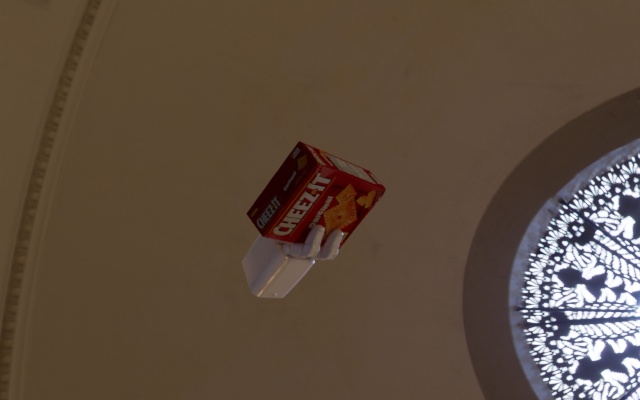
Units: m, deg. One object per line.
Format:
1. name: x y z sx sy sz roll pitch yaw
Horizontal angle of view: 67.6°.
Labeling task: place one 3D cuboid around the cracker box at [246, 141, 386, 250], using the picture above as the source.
1. cracker box: 0.000 0.003 0.867 0.214 0.164 0.072 16 27 -50
